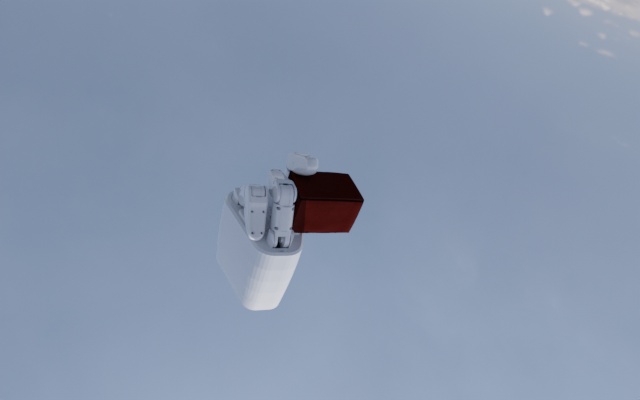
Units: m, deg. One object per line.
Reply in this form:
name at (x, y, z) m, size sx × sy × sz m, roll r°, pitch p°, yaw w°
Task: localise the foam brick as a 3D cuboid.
foam brick at (0.000, 0.002, 0.552) m, size 0.078 × 0.051 × 0.053 m, roll 2°, pitch 39°, yaw -23°
